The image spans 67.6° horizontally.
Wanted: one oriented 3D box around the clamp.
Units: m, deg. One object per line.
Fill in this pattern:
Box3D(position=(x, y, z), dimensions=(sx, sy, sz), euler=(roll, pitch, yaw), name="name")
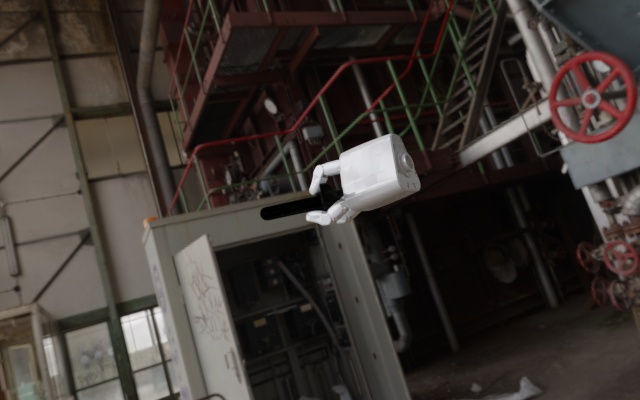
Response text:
Box3D(position=(0.000, 0.002, 0.900), dimensions=(0.164, 0.036, 0.210), euler=(-19, -10, 33), name="clamp")
